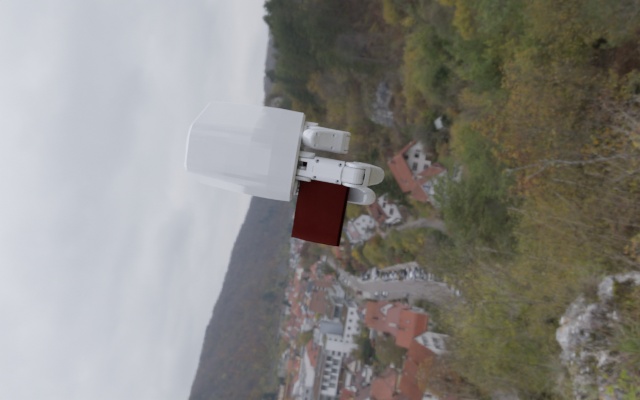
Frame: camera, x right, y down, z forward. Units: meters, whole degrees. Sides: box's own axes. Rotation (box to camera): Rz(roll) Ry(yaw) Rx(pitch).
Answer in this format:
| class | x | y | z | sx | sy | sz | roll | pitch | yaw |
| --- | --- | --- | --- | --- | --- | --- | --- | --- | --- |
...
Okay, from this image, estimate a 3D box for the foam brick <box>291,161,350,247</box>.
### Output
| class | x | y | z | sx | sy | sz | roll | pitch | yaw |
| --- | --- | --- | --- | --- | --- | --- | --- | --- | --- |
| foam brick | 0.000 | 0.002 | 0.506 | 0.051 | 0.078 | 0.053 | 9 | 10 | -4 |
